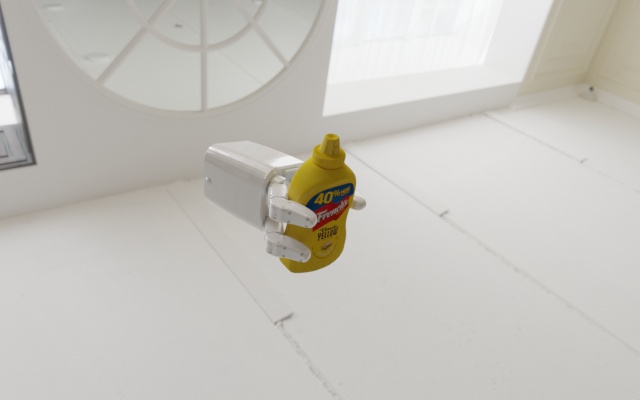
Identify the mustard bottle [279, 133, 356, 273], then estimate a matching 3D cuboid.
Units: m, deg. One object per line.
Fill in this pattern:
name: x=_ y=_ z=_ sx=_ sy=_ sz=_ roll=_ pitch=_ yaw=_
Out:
mustard bottle: x=0.000 y=0.002 z=0.617 sx=0.096 sy=0.192 sz=0.058 roll=-16 pitch=42 yaw=-33
